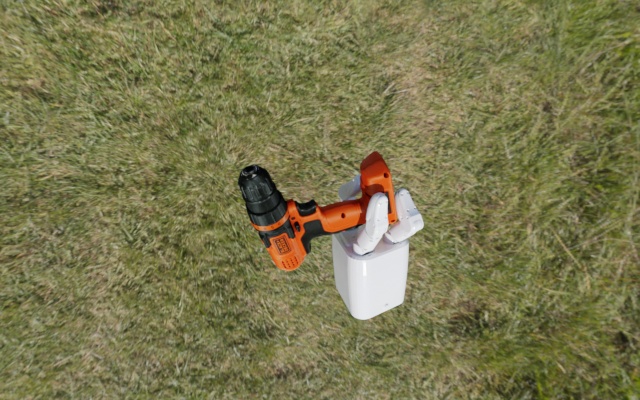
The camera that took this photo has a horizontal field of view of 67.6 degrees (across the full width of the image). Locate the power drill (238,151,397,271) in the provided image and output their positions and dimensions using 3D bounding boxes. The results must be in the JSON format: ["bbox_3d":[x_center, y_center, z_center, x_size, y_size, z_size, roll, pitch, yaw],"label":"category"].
[{"bbox_3d":[0.001,0.002,0.626,0.187,0.057,0.185,-19,-44,-1],"label":"power drill"}]
